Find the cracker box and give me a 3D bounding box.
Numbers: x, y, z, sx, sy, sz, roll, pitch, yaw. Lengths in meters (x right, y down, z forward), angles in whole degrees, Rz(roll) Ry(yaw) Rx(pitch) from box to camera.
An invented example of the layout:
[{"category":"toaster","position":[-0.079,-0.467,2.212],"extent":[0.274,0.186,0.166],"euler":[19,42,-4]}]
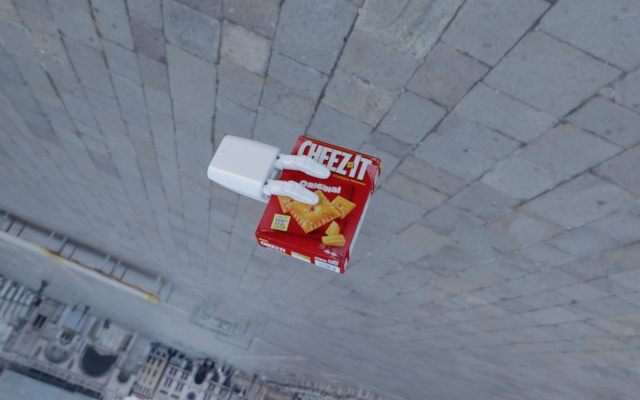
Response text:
[{"category":"cracker box","position":[0.000,0.003,0.859],"extent":[0.164,0.213,0.072],"euler":[18,-23,10]}]
